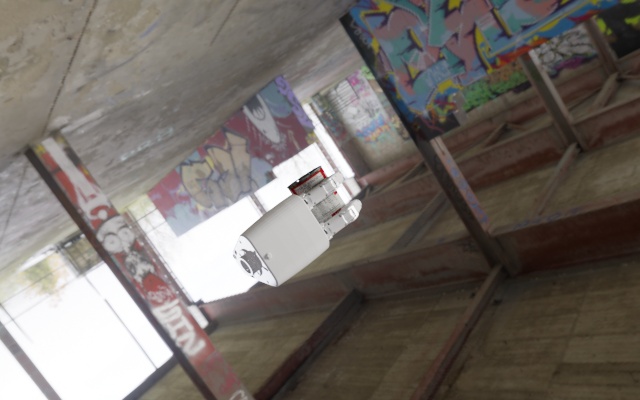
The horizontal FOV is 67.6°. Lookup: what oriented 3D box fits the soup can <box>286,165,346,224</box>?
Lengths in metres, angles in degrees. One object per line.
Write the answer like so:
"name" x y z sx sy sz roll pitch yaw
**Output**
"soup can" 0.001 0.003 0.785 0.068 0.102 0.068 -33 7 5
